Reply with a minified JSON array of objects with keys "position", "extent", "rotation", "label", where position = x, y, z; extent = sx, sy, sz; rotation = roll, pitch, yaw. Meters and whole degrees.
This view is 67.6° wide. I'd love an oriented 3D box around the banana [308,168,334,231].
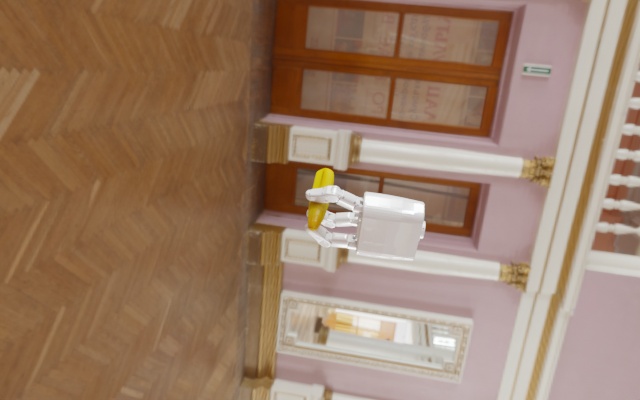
[{"position":[0.003,-0.015,0.893],"extent":[0.037,0.070,0.197],"rotation":[9,25,1],"label":"banana"}]
